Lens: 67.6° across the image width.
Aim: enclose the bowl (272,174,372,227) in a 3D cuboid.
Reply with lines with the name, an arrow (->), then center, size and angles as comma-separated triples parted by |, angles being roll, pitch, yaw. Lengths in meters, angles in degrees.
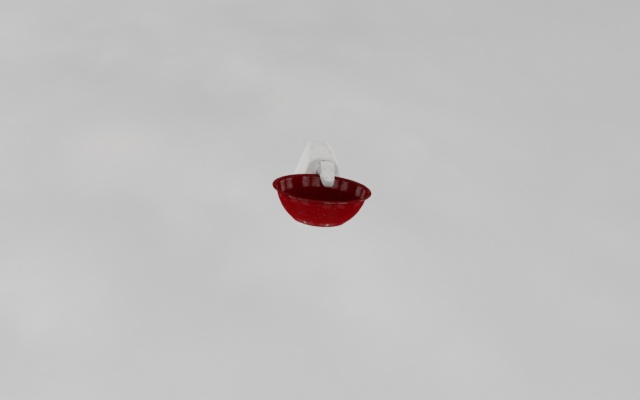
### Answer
bowl -> 0.000, 0.003, 0.782 | 0.162, 0.055, 0.162 | 5, 17, -2
